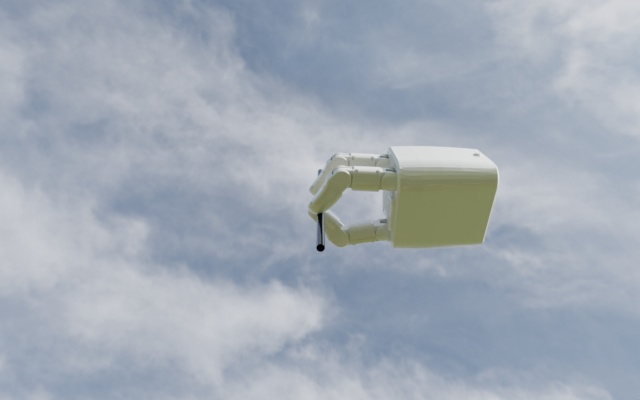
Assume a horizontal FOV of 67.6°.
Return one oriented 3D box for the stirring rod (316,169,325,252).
[{"bbox_3d":[0.000,0.002,0.549,0.011,0.011,0.239,0,20,0],"label":"stirring rod"}]
